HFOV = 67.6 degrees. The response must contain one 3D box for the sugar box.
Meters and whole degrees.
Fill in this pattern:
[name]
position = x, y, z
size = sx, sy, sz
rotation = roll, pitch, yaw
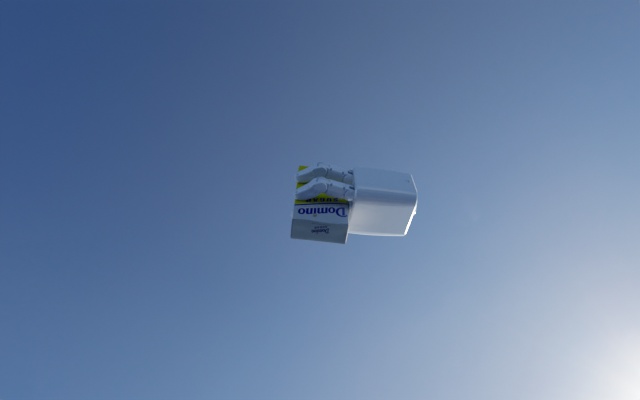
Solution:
[sugar box]
position = 0.000, 0.002, 0.831
size = 0.093, 0.048, 0.176
rotation = 6, 31, -3
